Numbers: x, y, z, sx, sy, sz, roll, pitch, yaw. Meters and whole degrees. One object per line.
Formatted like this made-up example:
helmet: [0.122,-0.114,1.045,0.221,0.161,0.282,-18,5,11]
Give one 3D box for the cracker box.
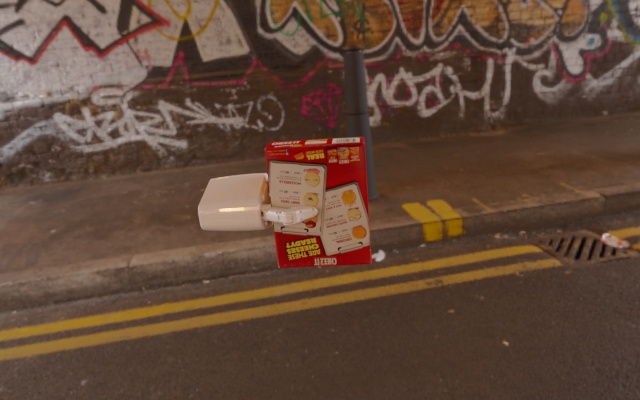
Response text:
cracker box: [0.000,0.003,0.818,0.164,0.214,0.072,-3,18,6]
